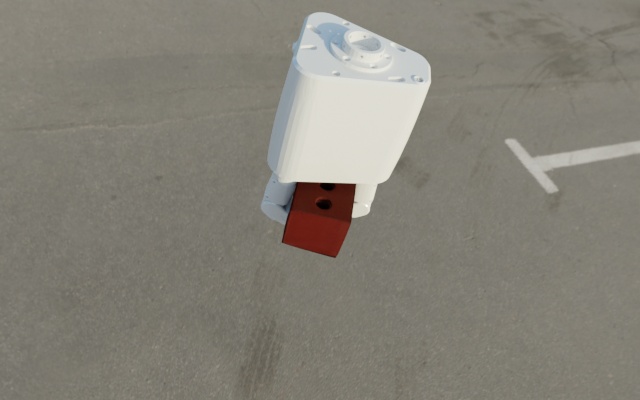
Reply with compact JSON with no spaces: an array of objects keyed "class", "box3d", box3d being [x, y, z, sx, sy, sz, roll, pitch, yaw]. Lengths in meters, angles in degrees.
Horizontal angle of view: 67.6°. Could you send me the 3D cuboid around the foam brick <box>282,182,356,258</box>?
[{"class":"foam brick","box3d":[0.000,0.002,0.432,0.053,0.078,0.051,14,-41,-5]}]
